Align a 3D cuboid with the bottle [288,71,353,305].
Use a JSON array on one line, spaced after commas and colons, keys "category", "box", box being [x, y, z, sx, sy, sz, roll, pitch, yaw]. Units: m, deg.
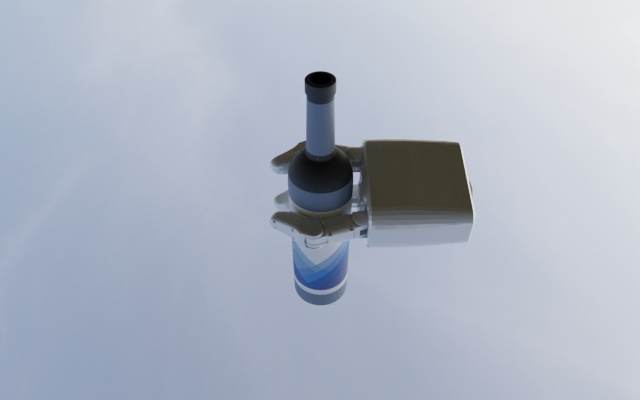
[{"category": "bottle", "box": [0.000, 0.002, 0.508, 0.069, 0.296, 0.069, 0, 45, 0]}]
